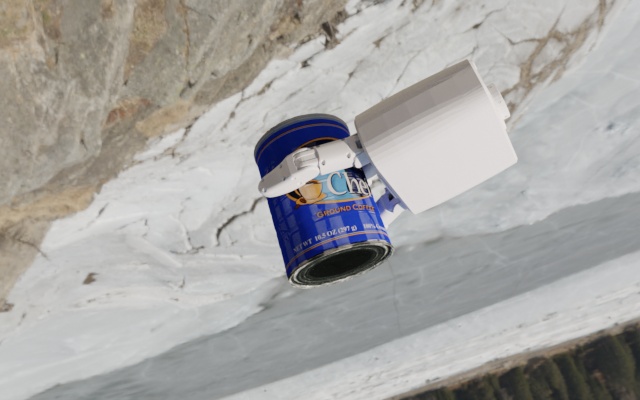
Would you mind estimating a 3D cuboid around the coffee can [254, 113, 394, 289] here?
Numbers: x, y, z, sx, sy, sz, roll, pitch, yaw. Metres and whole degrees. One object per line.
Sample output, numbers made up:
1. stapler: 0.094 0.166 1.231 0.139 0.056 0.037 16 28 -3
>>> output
1. coffee can: 0.000 0.001 0.468 0.103 0.140 0.103 -15 -25 -7
